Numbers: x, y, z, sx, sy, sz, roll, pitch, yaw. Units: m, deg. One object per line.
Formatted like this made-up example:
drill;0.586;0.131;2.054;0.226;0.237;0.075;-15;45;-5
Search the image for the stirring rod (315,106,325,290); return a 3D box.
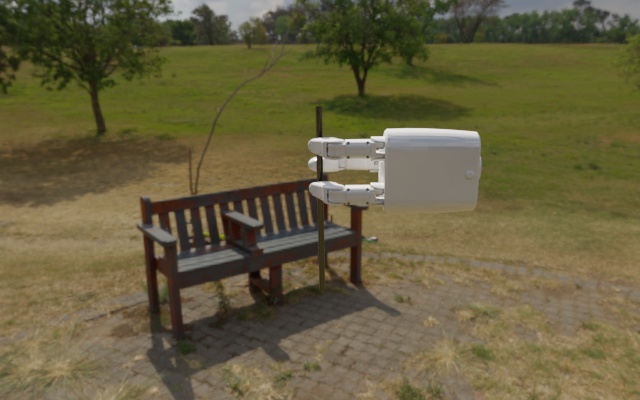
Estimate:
stirring rod;0.000;0.002;0.611;0.011;0.239;0.011;-1;15;0
